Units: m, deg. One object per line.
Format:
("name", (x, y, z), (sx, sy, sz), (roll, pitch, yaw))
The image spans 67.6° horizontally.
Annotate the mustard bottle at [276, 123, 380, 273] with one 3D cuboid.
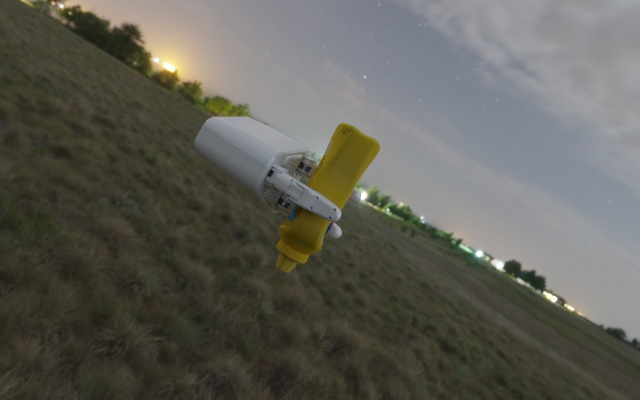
("mustard bottle", (0.001, 0.002, 0.579), (0.058, 0.191, 0.096), (30, 4, -7))
